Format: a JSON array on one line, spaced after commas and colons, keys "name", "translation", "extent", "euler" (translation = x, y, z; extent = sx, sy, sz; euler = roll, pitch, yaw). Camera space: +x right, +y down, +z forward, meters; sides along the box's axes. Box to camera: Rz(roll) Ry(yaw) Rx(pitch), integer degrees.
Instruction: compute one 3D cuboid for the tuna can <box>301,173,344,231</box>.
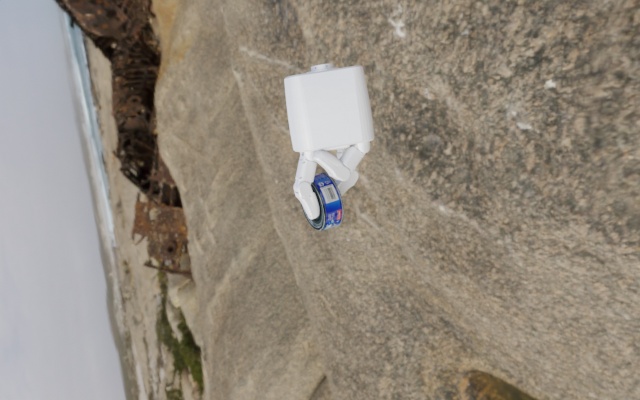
[{"name": "tuna can", "translation": [0.000, 0.003, 0.733], "extent": [0.034, 0.086, 0.086], "euler": [-18, 7, -24]}]
